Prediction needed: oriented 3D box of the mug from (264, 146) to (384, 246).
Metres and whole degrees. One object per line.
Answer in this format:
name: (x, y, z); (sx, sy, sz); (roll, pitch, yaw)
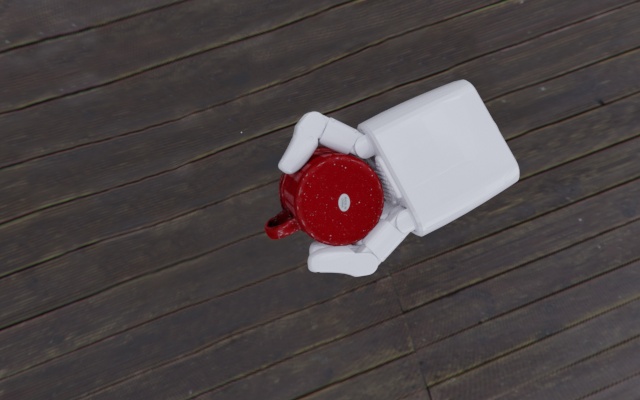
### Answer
mug: (-0.001, 0.002, 0.448); (0.117, 0.093, 0.081); (-28, 12, -6)
